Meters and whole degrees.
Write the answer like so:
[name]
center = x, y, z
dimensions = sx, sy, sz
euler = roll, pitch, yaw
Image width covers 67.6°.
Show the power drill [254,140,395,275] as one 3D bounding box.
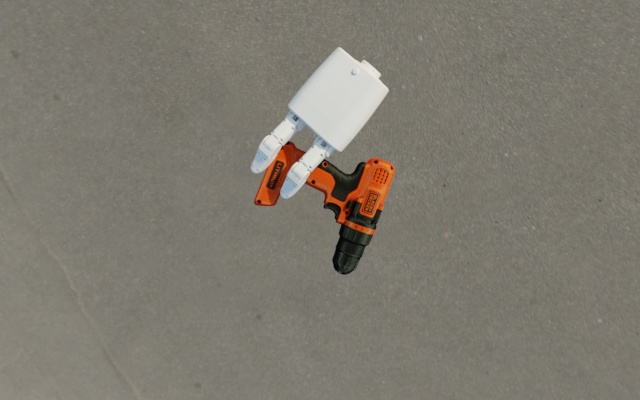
[power drill]
center = 0.000, 0.002, 0.716
dimensions = 0.187, 0.184, 0.057
euler = 20, 2, -9
